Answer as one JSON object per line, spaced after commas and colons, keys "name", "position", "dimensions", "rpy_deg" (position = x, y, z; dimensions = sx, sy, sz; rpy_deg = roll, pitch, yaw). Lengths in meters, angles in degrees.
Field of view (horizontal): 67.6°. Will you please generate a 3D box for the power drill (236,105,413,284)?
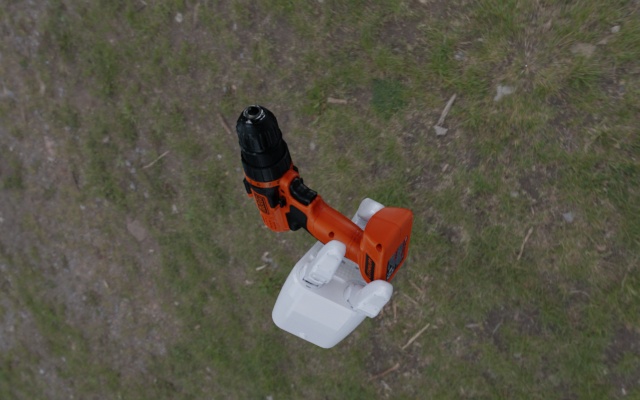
{"name": "power drill", "position": [0.000, 0.002, 0.484], "dimensions": [0.187, 0.057, 0.185], "rpy_deg": [32, -25, 24]}
